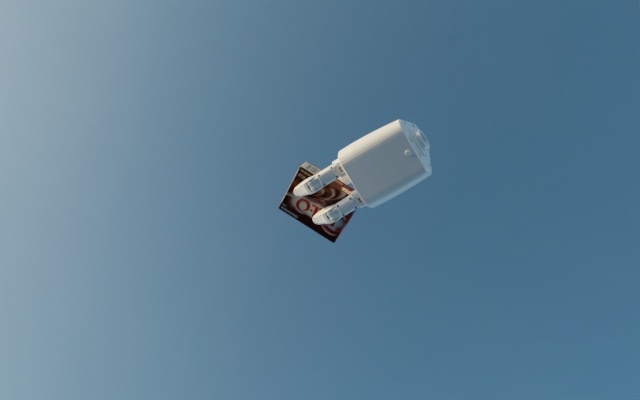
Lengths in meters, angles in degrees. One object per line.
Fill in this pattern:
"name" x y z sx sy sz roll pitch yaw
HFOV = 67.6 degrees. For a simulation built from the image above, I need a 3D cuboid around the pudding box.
"pudding box" 0.000 0.002 0.781 0.113 0.090 0.039 33 28 5
